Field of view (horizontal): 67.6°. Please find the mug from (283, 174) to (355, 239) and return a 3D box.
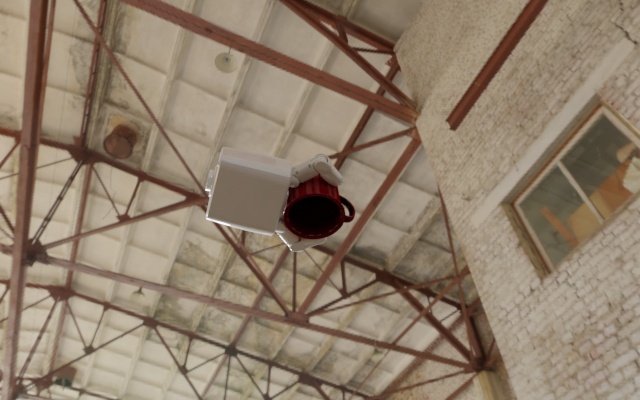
[{"bbox_3d":[0.001,0.003,0.747,0.117,0.093,0.081,14,38,-15],"label":"mug"}]
